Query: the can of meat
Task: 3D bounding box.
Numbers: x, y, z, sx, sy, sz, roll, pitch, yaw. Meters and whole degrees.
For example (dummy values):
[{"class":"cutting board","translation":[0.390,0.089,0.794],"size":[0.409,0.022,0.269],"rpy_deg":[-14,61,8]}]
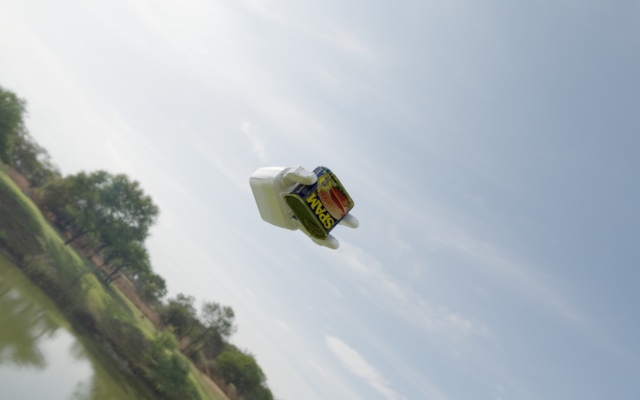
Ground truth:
[{"class":"can of meat","translation":[0.000,0.002,0.829],"size":[0.084,0.102,0.057],"rpy_deg":[-45,24,-24]}]
